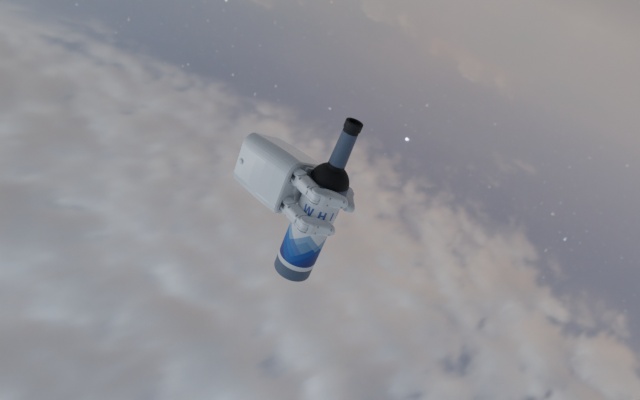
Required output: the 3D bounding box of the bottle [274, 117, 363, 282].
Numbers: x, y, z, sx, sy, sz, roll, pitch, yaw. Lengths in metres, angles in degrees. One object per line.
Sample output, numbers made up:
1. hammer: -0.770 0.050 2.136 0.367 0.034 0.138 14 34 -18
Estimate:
1. bottle: 0.000 0.003 0.772 0.069 0.296 0.069 17 30 -10
